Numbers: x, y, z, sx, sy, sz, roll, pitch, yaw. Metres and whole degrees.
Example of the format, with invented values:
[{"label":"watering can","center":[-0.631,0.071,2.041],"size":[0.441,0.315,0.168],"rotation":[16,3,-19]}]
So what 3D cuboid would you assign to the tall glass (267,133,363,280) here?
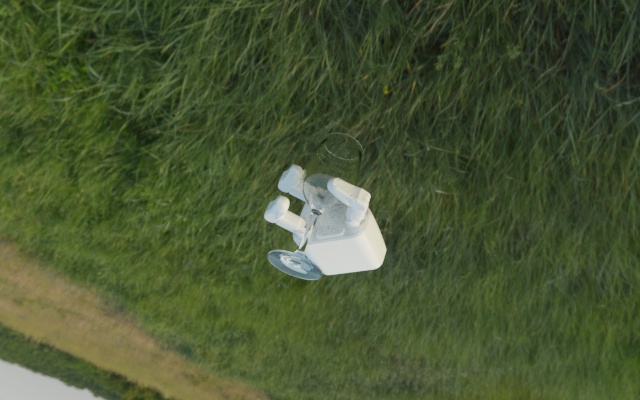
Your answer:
[{"label":"tall glass","center":[0.000,0.003,0.650],"size":[0.079,0.201,0.079],"rotation":[17,-29,9]}]
